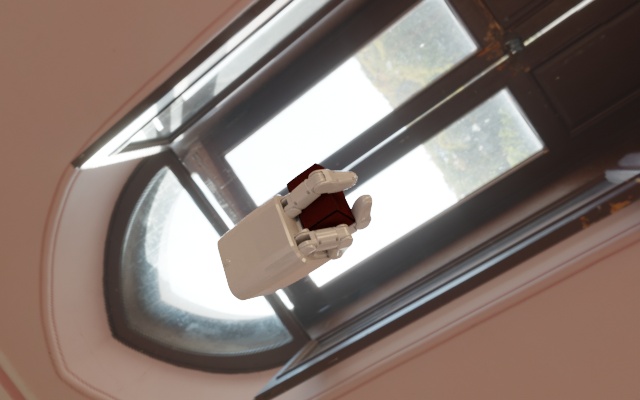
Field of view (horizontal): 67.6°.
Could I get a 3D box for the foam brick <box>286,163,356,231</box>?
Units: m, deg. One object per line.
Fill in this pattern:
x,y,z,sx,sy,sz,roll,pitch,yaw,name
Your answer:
0.000,0.002,0.605,0.051,0.078,0.053,-34,-33,18,foam brick
